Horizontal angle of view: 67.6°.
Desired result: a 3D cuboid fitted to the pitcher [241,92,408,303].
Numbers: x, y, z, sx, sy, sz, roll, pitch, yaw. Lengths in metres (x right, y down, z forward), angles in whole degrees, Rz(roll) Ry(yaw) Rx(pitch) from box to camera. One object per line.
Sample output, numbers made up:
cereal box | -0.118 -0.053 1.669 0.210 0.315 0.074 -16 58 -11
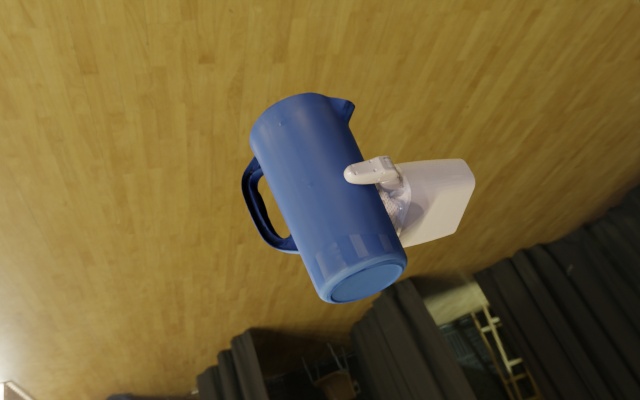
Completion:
pitcher | 0.000 0.002 0.589 0.145 0.242 0.149 -9 -32 -23
